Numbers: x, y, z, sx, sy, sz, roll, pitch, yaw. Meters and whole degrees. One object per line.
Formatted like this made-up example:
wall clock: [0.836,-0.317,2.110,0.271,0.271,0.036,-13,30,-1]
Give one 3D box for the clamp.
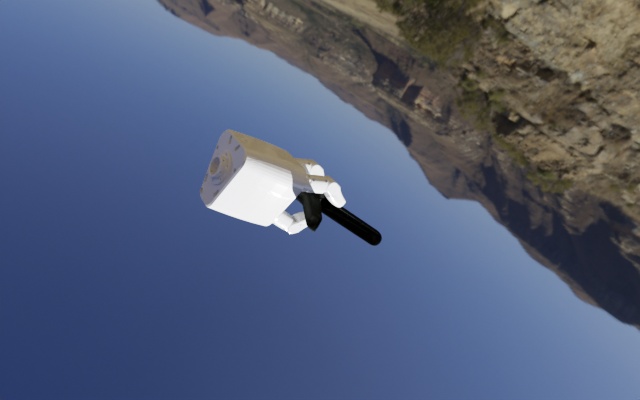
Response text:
clamp: [-0.001,0.003,0.778,0.164,0.036,0.210,22,17,-41]
